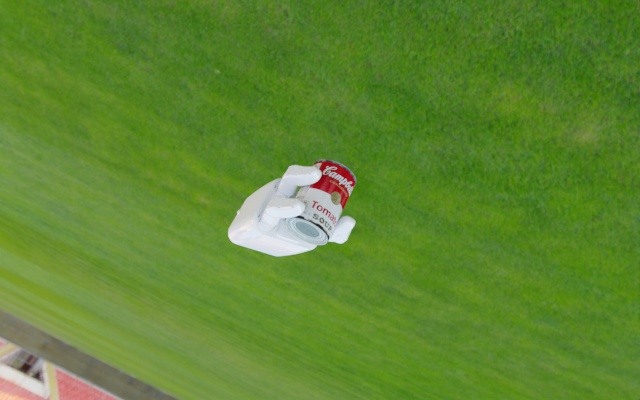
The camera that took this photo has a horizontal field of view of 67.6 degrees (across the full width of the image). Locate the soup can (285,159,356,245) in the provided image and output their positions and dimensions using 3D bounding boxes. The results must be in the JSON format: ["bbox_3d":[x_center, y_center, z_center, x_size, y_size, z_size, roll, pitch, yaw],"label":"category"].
[{"bbox_3d":[0.000,0.002,0.665,0.068,0.102,0.068,20,-29,12],"label":"soup can"}]
